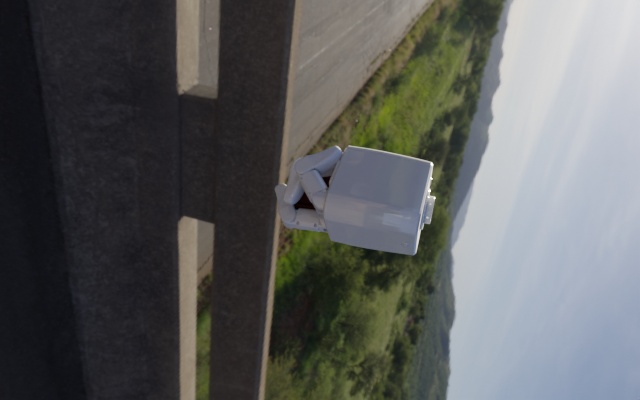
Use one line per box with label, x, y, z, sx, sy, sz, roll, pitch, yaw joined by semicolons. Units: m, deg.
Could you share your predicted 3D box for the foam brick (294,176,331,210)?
foam brick;0.000;0.002;0.628;0.051;0.053;0.078;9;-25;13
